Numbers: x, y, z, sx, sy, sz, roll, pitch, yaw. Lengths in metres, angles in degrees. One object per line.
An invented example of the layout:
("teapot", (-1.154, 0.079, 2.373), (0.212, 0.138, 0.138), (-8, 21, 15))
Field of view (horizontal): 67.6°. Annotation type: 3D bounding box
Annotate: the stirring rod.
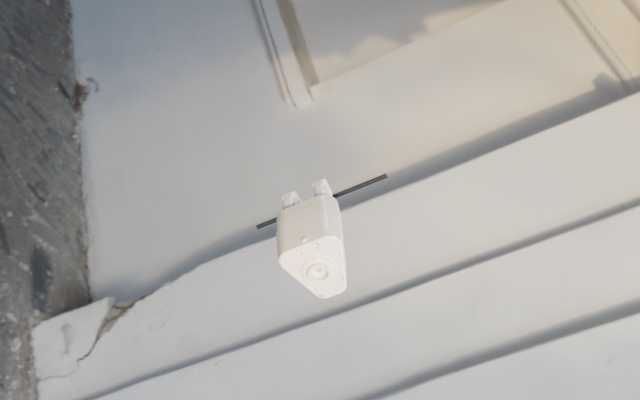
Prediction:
("stirring rod", (0.000, 0.003, 0.813), (0.239, 0.011, 0.011), (-22, -4, 9))
